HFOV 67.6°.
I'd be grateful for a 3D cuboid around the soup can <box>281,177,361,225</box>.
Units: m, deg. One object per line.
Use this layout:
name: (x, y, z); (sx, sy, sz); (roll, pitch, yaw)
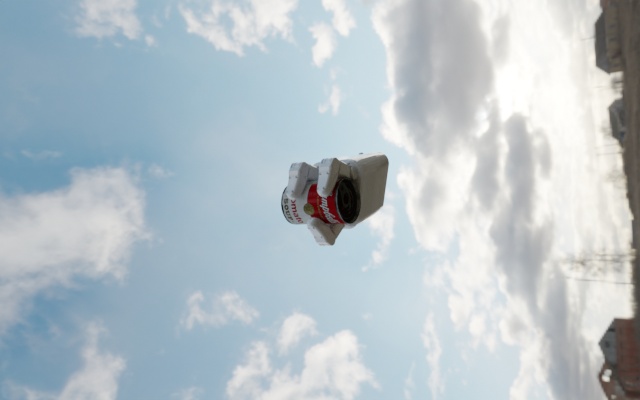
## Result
soup can: (0.000, 0.003, 0.719); (0.102, 0.068, 0.068); (-3, -2, 34)
